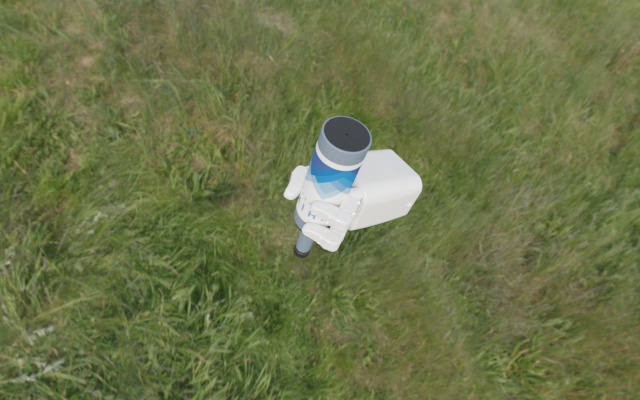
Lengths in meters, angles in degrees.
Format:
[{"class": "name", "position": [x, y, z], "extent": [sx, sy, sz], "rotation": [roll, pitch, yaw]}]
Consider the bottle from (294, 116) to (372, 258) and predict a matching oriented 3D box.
[{"class": "bottle", "position": [0.000, 0.002, 0.721], "extent": [0.069, 0.069, 0.296], "rotation": [0, -36, -17]}]
